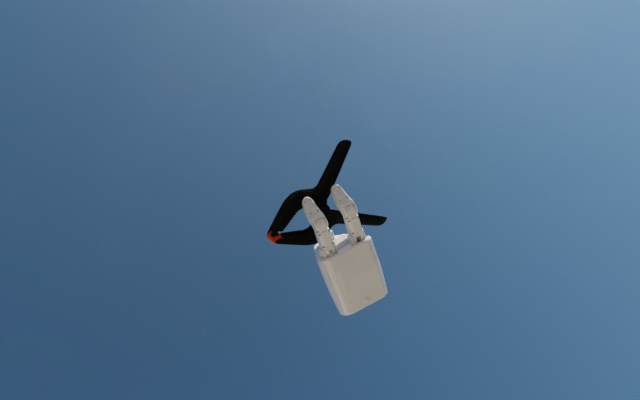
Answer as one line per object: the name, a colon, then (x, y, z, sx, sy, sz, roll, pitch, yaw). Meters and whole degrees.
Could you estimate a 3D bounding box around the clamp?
clamp: (-0.001, 0.003, 0.803, 0.210, 0.164, 0.036, -24, 12, -18)
